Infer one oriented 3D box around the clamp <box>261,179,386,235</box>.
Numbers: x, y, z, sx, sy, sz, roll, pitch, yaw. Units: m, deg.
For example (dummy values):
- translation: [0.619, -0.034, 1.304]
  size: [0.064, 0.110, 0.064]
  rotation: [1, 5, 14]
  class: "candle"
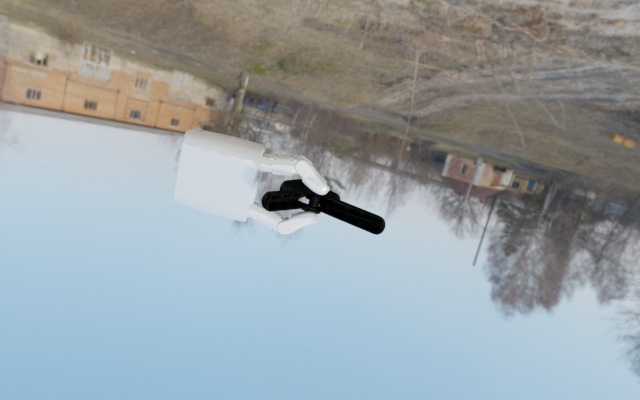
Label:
- translation: [0.000, 0.003, 0.693]
  size: [0.164, 0.036, 0.210]
  rotation: [15, 9, -6]
  class: "clamp"
